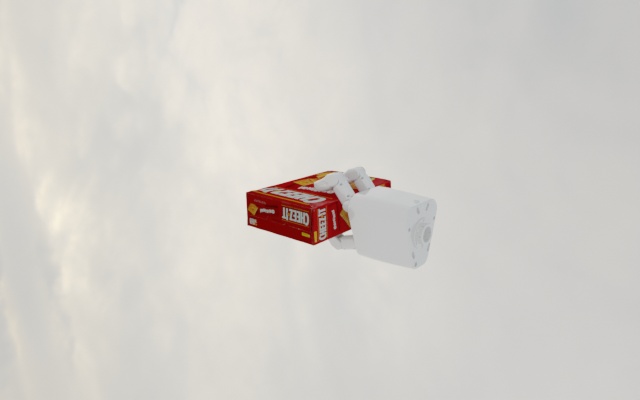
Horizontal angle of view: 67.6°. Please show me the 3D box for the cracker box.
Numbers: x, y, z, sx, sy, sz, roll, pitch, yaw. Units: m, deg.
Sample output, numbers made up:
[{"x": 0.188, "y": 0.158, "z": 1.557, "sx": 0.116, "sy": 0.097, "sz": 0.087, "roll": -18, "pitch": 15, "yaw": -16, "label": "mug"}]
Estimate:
[{"x": 0.000, "y": 0.003, "z": 0.853, "sx": 0.164, "sy": 0.072, "sz": 0.213, "roll": 12, "pitch": 20, "yaw": 41, "label": "cracker box"}]
